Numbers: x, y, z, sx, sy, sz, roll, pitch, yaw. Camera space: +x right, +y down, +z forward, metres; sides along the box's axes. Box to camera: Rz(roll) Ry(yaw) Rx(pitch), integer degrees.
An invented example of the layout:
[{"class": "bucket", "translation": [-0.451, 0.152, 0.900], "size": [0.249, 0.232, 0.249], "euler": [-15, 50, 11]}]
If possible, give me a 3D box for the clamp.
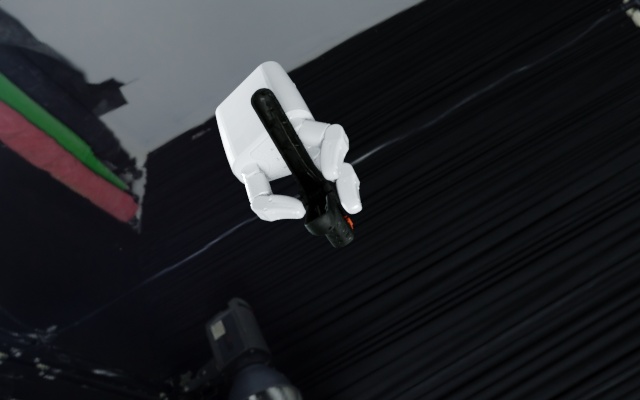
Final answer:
[{"class": "clamp", "translation": [-0.001, 0.002, 0.494], "size": [0.036, 0.164, 0.210], "euler": [-27, -36, 5]}]
